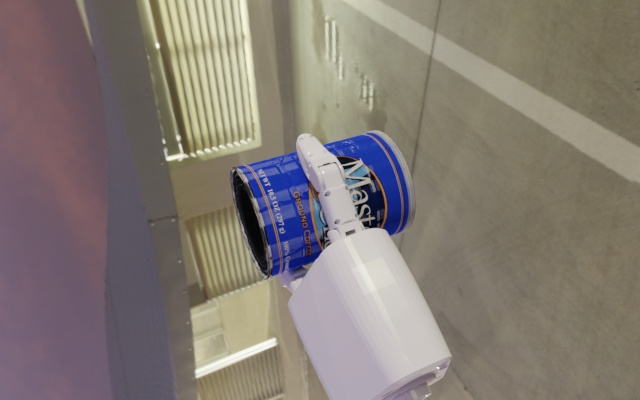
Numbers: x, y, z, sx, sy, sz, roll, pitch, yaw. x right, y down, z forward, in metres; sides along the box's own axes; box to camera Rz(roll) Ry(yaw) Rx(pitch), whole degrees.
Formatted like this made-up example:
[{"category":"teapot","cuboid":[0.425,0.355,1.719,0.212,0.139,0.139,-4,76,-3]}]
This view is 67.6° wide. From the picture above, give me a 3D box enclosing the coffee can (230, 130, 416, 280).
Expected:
[{"category":"coffee can","cuboid":[0.000,0.001,0.439,0.140,0.103,0.103,-17,5,-18]}]
